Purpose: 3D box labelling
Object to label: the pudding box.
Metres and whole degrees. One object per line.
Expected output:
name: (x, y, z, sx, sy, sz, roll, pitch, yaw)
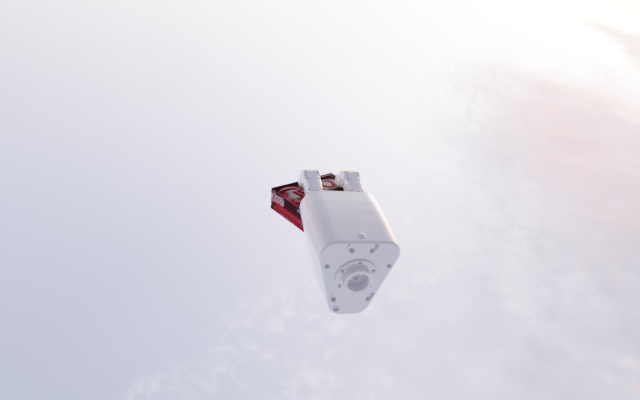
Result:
pudding box: (0.000, 0.002, 0.667, 0.113, 0.039, 0.090, -15, 35, -38)
